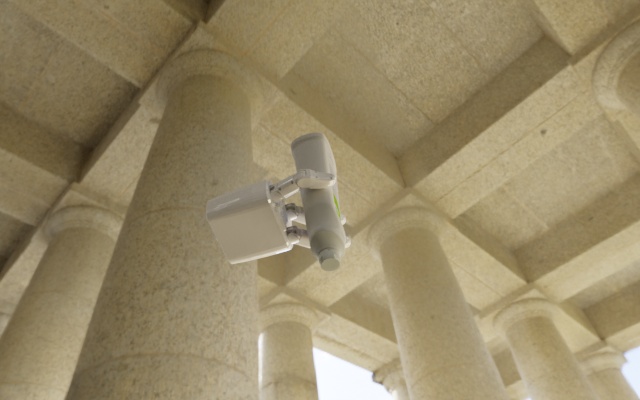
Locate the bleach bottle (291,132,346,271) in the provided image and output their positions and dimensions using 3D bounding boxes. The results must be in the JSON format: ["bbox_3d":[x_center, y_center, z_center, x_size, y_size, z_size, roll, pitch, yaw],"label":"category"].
[{"bbox_3d":[0.000,0.003,0.761,0.068,0.103,0.250,-17,41,8],"label":"bleach bottle"}]
